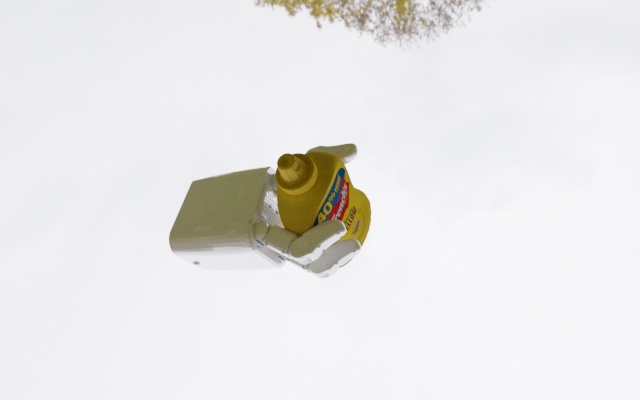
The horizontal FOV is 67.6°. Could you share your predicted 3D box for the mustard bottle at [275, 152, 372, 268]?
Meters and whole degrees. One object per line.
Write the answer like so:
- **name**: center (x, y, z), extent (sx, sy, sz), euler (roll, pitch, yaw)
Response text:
- **mustard bottle**: center (0.000, 0.002, 0.520), extent (0.058, 0.096, 0.192), euler (19, -15, 29)
